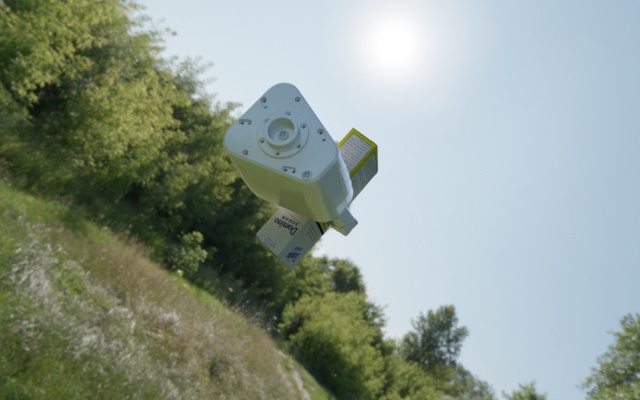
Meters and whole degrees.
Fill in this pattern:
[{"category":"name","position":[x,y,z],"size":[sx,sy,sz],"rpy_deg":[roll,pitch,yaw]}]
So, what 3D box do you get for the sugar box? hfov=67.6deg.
[{"category":"sugar box","position":[0.000,0.001,0.590],"size":[0.048,0.176,0.093],"rpy_deg":[41,-9,18]}]
